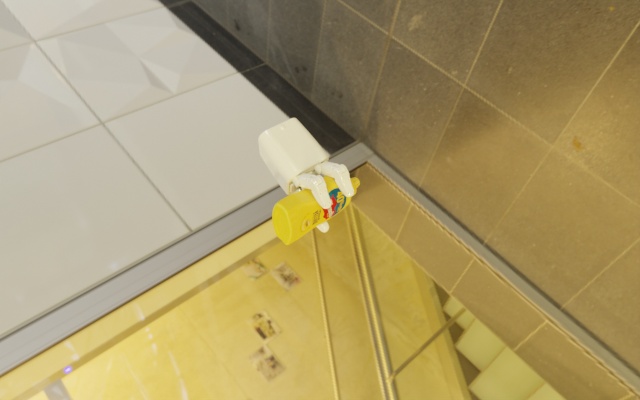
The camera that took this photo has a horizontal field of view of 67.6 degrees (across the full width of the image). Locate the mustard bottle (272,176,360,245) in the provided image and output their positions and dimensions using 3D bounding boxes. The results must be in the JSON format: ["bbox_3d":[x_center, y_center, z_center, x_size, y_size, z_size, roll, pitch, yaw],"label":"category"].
[{"bbox_3d":[0.000,0.003,0.900,0.191,0.096,0.058,-30,53,-30],"label":"mustard bottle"}]
